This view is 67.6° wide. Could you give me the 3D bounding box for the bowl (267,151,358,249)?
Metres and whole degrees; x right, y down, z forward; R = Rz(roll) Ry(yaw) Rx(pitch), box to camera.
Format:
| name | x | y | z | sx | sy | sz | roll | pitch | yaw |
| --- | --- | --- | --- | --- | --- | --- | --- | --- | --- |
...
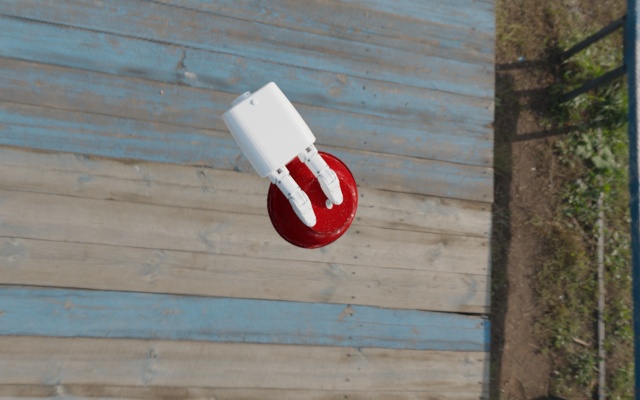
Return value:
| name | x | y | z | sx | sy | sz | roll | pitch | yaw |
| --- | --- | --- | --- | --- | --- | --- | --- | --- | --- |
| bowl | 0.001 | 0.003 | 0.756 | 0.162 | 0.162 | 0.055 | 0 | 7 | -25 |
